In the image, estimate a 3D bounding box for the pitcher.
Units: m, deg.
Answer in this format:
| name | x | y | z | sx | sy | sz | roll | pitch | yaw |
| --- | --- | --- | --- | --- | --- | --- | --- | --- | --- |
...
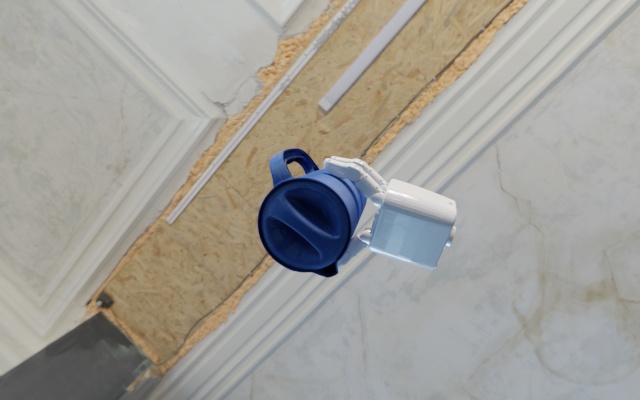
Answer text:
| name | x | y | z | sx | sy | sz | roll | pitch | yaw |
| --- | --- | --- | --- | --- | --- | --- | --- | --- | --- |
| pitcher | 0.000 | 0.003 | 0.750 | 0.145 | 0.149 | 0.242 | 19 | 16 | 9 |
